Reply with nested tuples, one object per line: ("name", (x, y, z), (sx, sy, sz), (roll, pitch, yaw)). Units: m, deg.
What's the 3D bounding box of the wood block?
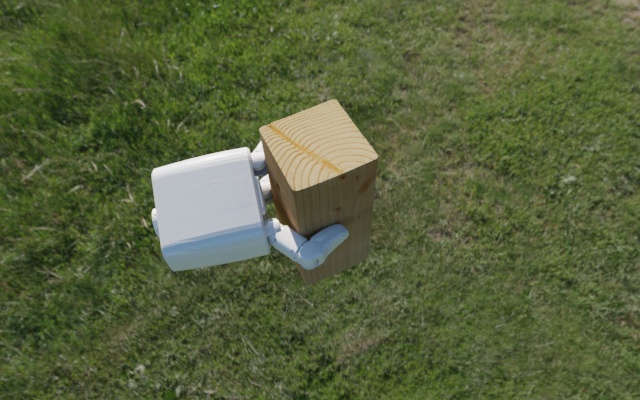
("wood block", (0.000, 0.002, 0.543), (0.090, 0.090, 0.206), (-23, -31, -13))
